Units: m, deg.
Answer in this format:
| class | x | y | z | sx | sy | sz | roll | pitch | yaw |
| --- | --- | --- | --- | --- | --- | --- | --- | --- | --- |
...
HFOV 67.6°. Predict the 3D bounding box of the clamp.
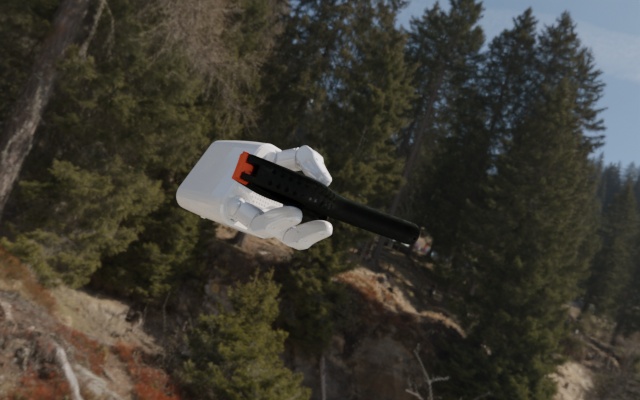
| class | x | y | z | sx | sy | sz | roll | pitch | yaw |
| --- | --- | --- | --- | --- | --- | --- | --- | --- | --- |
| clamp | 0.000 | 0.001 | 0.518 | 0.164 | 0.036 | 0.210 | 10 | -12 | 41 |
